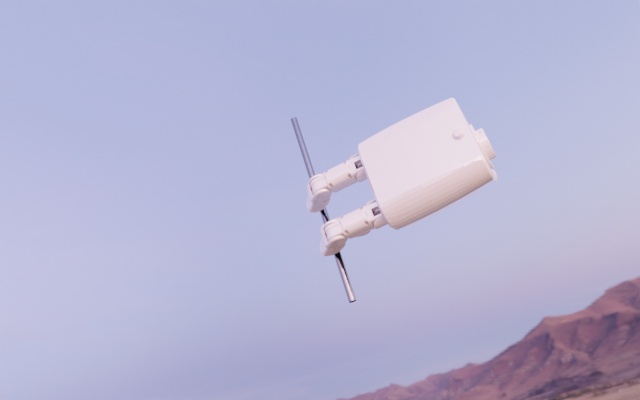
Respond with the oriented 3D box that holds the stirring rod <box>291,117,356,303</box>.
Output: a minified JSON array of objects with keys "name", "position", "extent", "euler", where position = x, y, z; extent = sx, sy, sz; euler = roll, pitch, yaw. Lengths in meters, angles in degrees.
[{"name":"stirring rod","position":[0.000,0.002,0.550],"extent":[0.011,0.239,0.011],"euler":[-15,-25,-7]}]
